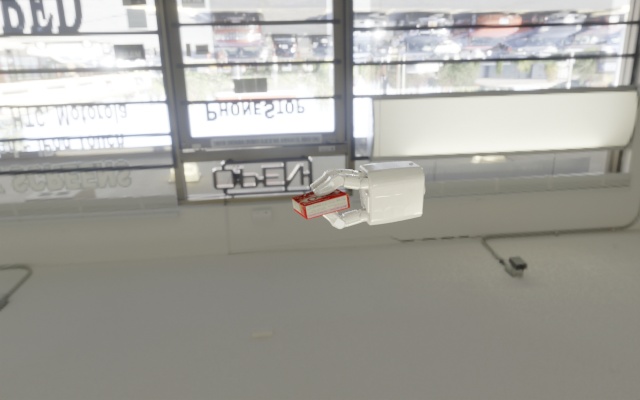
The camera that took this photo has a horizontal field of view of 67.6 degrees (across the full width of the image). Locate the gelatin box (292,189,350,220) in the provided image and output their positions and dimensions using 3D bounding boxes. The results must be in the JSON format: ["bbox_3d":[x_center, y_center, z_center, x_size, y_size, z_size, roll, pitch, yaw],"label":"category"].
[{"bbox_3d":[0.000,0.003,0.887,0.089,0.030,0.073,-16,18,-17],"label":"gelatin box"}]
